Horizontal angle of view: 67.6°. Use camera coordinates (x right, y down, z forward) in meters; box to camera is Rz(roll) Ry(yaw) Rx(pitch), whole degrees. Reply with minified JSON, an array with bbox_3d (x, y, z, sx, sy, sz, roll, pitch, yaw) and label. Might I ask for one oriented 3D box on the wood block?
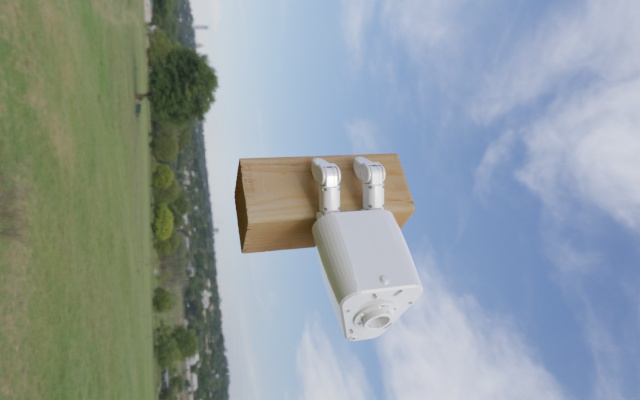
[{"bbox_3d":[0.000,0.002,0.611,0.206,0.090,0.091,-3,-30,-17],"label":"wood block"}]
